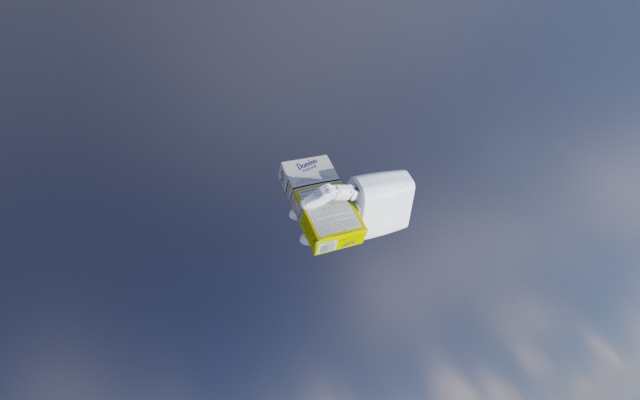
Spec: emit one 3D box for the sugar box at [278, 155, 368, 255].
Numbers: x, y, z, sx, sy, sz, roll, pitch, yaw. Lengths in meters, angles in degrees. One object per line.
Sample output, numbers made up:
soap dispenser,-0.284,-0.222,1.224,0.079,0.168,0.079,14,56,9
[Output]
sugar box,0.000,0.003,0.818,0.093,0.176,0.048,-11,-38,-22
